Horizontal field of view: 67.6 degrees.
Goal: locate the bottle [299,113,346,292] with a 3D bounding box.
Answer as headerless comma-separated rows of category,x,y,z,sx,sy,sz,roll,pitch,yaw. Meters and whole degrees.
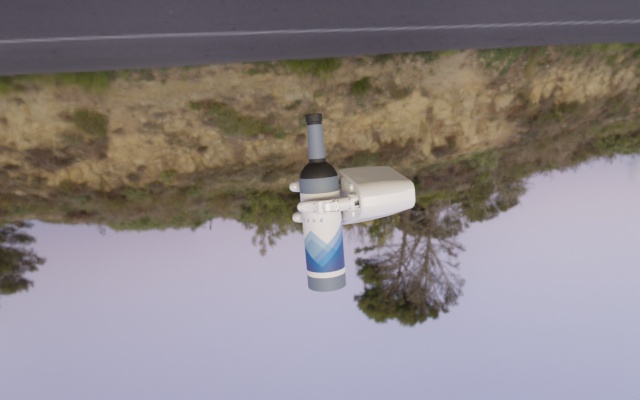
bottle,0.000,0.003,0.808,0.069,0.296,0.069,-4,8,1
